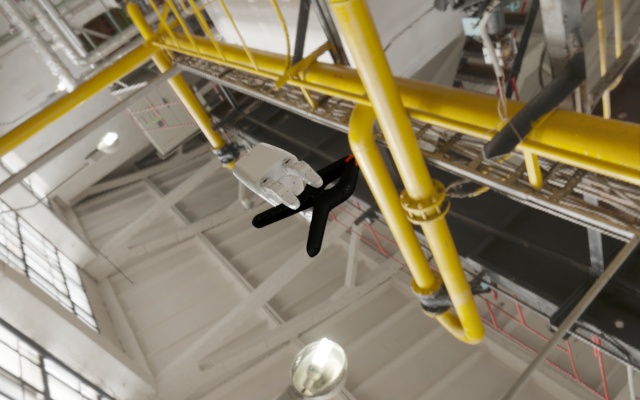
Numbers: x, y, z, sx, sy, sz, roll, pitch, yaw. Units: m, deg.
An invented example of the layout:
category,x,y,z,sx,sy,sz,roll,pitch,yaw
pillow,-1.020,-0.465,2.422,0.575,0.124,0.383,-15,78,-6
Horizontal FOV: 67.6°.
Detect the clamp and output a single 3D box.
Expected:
category,x,y,z,sx,sy,sz,roll,pitch,yaw
clamp,0.001,0.003,0.813,0.210,0.036,0.164,-42,41,-15
